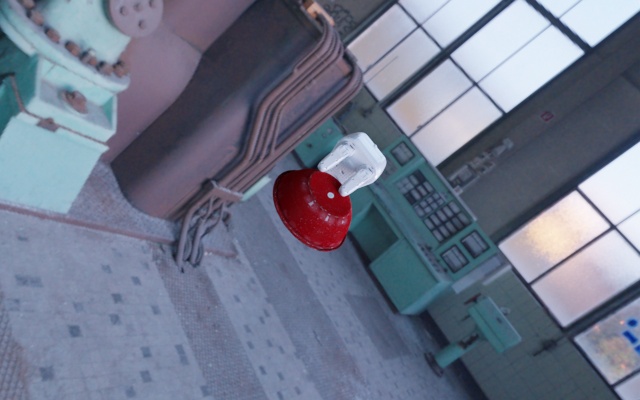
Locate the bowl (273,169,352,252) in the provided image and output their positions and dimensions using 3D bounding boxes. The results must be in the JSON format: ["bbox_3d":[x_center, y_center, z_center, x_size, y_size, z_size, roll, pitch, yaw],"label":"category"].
[{"bbox_3d":[0.000,0.003,0.804,0.162,0.162,0.055,0,-31,-46],"label":"bowl"}]
